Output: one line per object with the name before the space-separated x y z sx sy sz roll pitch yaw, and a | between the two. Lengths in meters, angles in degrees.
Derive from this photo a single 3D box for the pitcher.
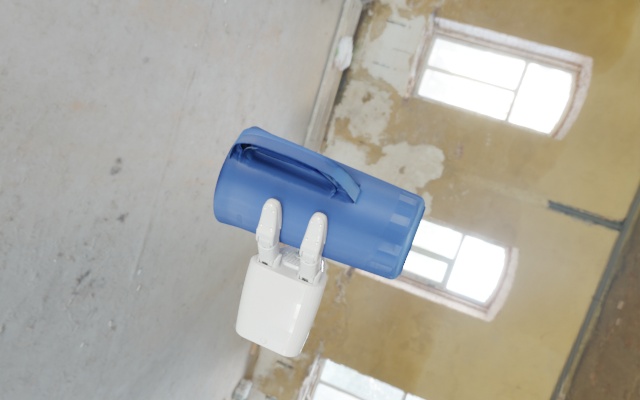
pitcher | 0.000 0.002 0.588 0.243 0.145 0.149 20 17 11
